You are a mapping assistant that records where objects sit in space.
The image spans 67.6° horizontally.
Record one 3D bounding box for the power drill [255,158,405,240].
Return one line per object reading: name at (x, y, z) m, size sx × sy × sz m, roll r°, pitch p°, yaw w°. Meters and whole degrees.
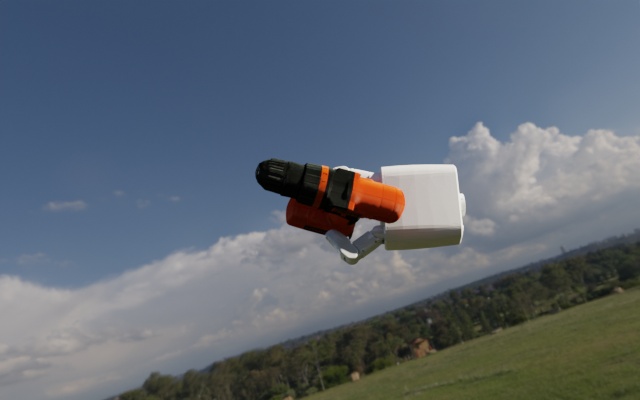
power drill at (0.000, 0.002, 0.641) m, size 0.184 × 0.057 × 0.188 m, roll 16°, pitch -13°, yaw -7°
